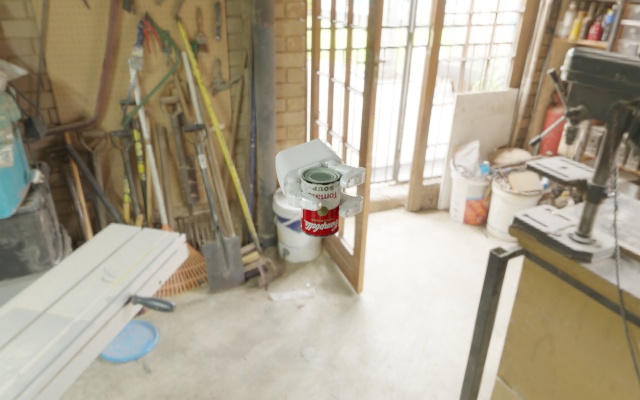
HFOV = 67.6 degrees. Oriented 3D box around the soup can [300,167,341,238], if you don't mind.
[{"bbox_3d":[0.000,0.003,0.812,0.068,0.102,0.068,1,26,-1],"label":"soup can"}]
